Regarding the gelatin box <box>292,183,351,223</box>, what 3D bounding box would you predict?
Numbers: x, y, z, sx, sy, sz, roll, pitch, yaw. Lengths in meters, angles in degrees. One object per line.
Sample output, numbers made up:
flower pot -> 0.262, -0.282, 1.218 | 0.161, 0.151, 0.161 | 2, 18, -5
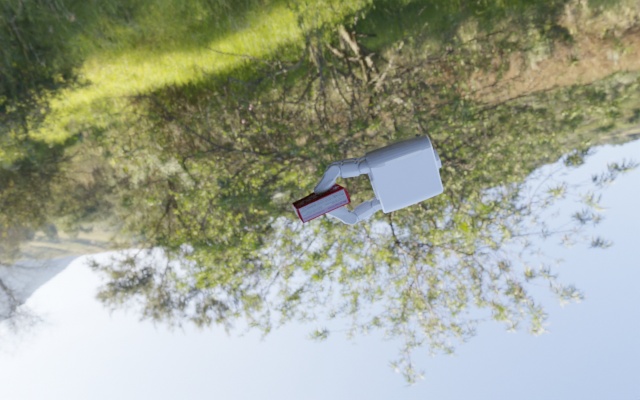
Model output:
gelatin box -> 0.000, 0.003, 0.804 | 0.089, 0.030, 0.073 | -25, 11, -6
